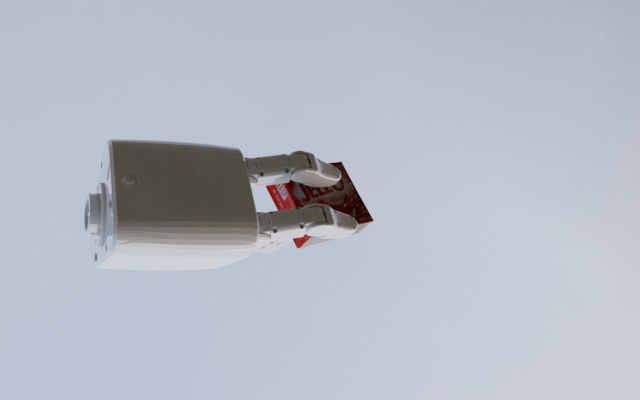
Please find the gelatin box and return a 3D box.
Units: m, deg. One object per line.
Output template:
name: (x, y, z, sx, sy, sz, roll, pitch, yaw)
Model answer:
gelatin box: (0.000, 0.002, 0.464, 0.089, 0.073, 0.030, -9, -25, -43)
